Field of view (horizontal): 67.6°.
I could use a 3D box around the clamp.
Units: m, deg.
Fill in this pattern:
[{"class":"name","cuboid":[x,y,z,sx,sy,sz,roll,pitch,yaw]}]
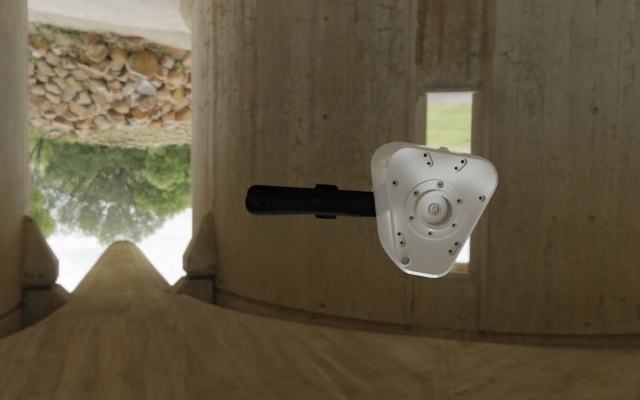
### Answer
[{"class":"clamp","cuboid":[0.000,0.002,0.500,0.171,0.039,0.120,1,10,1]}]
